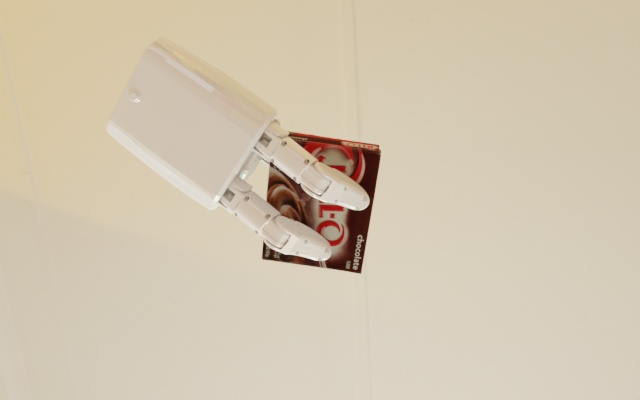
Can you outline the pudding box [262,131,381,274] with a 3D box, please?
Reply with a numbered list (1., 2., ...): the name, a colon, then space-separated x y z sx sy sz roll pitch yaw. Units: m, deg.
1. pudding box: 0.000 0.001 0.416 0.090 0.113 0.039 8 19 3
